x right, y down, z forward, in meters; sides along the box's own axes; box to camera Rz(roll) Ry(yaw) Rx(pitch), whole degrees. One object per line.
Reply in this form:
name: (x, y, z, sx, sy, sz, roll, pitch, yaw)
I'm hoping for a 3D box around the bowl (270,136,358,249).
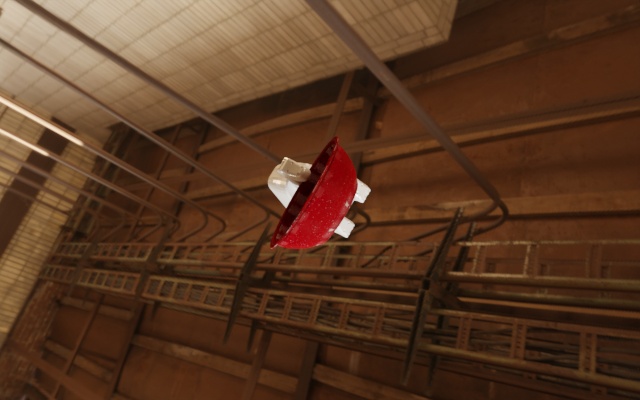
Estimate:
bowl: (0.001, 0.002, 0.599, 0.055, 0.162, 0.162, 31, -5, -8)
